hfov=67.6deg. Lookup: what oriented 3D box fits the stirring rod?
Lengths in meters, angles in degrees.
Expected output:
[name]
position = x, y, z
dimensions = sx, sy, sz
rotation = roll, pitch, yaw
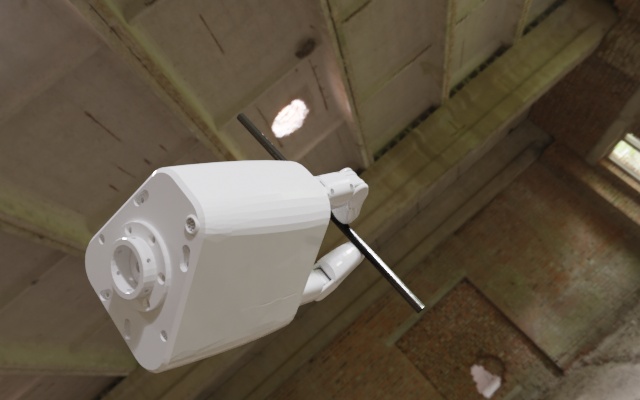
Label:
[stirring rod]
position = 0.000, 0.001, 0.405
dimensions = 0.239, 0.011, 0.011
rotation = 47, 22, 23
